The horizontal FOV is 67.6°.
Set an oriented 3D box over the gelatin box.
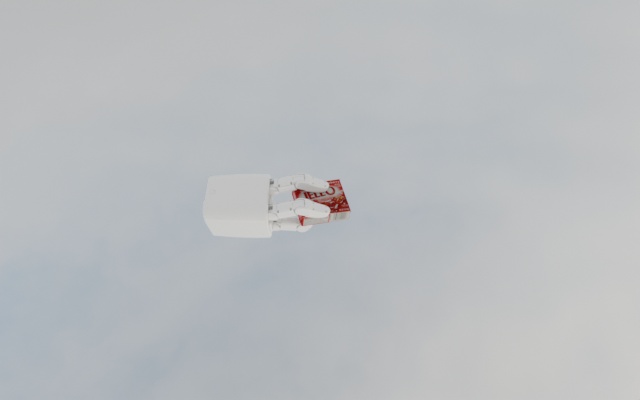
[{"bbox_3d":[0.000,0.003,0.834,0.089,0.073,0.030,-8,-37,-14],"label":"gelatin box"}]
